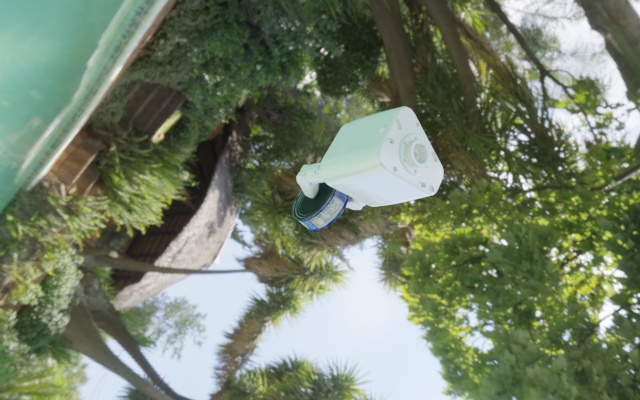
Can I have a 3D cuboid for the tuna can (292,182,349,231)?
[{"bbox_3d":[0.000,0.003,0.705,0.034,0.086,0.086,41,-23,-29],"label":"tuna can"}]
